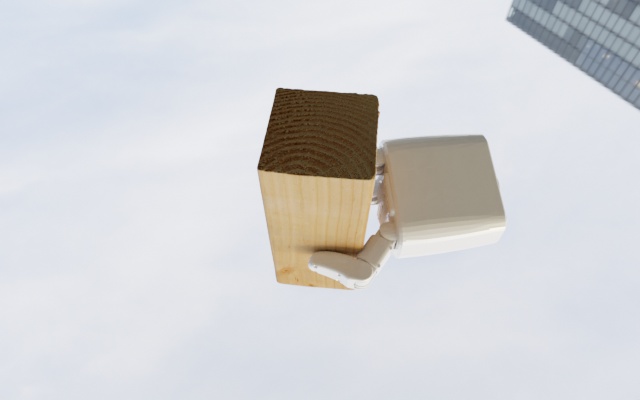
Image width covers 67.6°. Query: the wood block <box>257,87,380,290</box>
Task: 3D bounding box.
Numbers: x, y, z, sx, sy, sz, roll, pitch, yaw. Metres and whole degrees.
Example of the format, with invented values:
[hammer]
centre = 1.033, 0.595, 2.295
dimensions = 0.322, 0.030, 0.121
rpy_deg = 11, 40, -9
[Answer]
[wood block]
centre = 0.000, 0.002, 0.459
dimensions = 0.090, 0.090, 0.206
rpy_deg = 5, -34, 3
